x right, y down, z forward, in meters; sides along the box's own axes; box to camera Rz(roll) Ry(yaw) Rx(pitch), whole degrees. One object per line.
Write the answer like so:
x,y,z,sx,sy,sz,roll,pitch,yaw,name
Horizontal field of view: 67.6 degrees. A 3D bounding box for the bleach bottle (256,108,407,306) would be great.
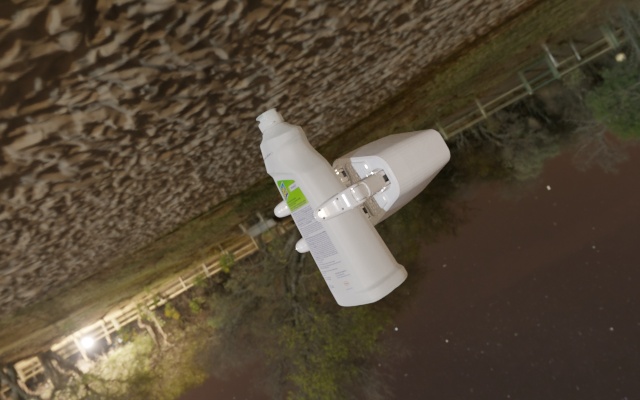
0.000,0.002,0.573,0.068,0.251,0.102,-30,1,-32,bleach bottle
